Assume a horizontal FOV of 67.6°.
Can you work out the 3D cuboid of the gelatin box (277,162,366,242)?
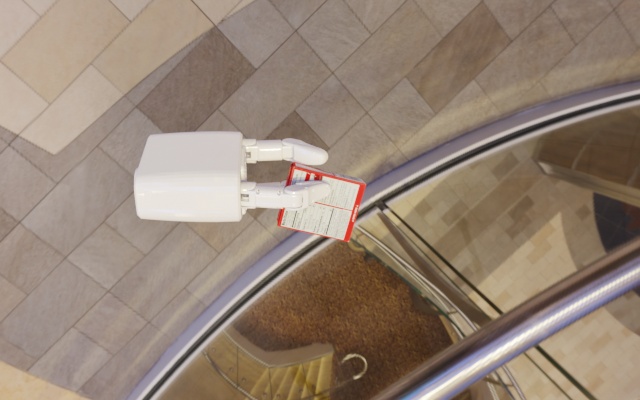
[{"bbox_3d":[0.000,0.002,0.554,0.089,0.073,0.030,13,14,-8],"label":"gelatin box"}]
